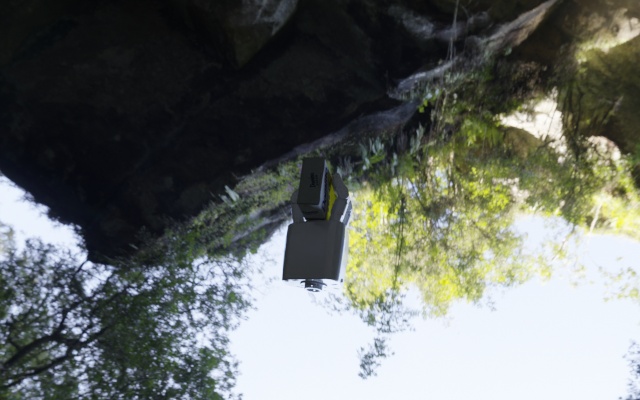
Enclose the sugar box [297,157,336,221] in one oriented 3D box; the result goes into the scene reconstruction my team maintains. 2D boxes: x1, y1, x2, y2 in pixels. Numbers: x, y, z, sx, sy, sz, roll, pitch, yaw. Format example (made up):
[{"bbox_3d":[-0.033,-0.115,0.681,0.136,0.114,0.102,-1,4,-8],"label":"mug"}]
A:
[{"bbox_3d":[0.001,0.003,0.884,0.048,0.093,0.176,2,-25,10],"label":"sugar box"}]
